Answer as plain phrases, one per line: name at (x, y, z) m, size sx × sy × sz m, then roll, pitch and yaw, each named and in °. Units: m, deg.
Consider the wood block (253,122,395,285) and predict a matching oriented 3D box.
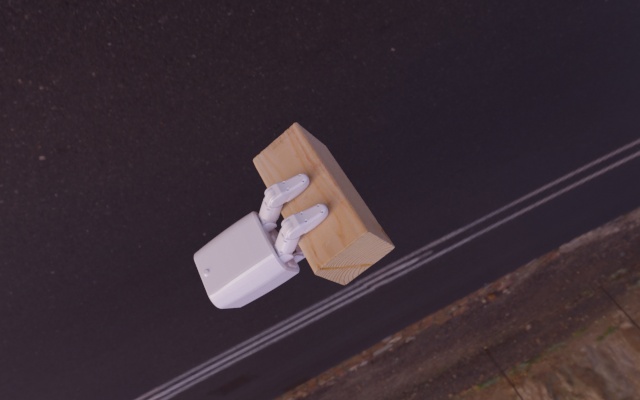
wood block at (0.000, 0.003, 0.664) m, size 0.090 × 0.206 × 0.091 m, roll -39°, pitch -33°, yaw 12°
